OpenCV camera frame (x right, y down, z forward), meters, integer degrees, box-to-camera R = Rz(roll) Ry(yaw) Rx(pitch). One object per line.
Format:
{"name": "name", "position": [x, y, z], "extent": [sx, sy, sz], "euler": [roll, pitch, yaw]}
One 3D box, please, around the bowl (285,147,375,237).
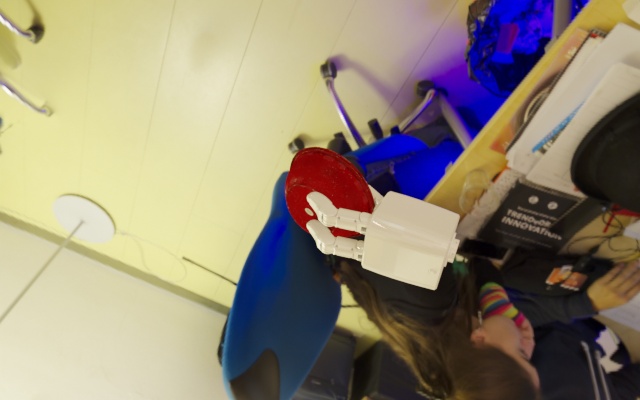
{"name": "bowl", "position": [-0.001, 0.002, 0.721], "extent": [0.162, 0.162, 0.055], "euler": [0, 31, 45]}
